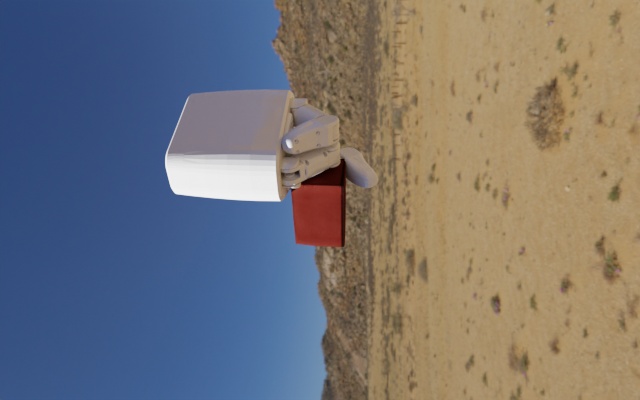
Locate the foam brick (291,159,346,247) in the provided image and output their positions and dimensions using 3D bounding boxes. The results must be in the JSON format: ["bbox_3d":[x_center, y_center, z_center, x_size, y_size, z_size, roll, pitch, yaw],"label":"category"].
[{"bbox_3d":[0.000,0.002,0.490,0.051,0.078,0.053,1,35,4],"label":"foam brick"}]
